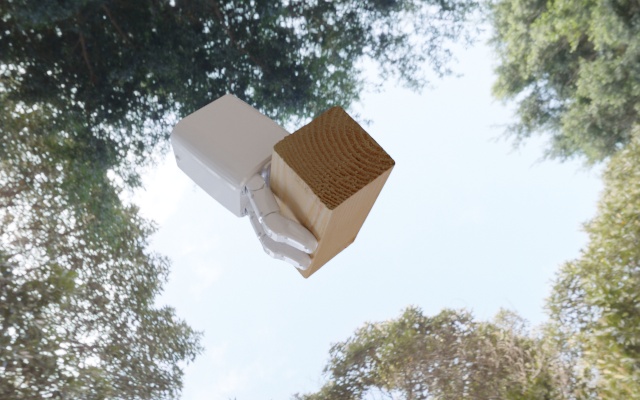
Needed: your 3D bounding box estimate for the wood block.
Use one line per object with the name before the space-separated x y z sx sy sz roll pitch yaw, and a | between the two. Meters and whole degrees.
wood block | 0.000 0.001 0.551 0.091 0.090 0.206 -36 -16 -23
